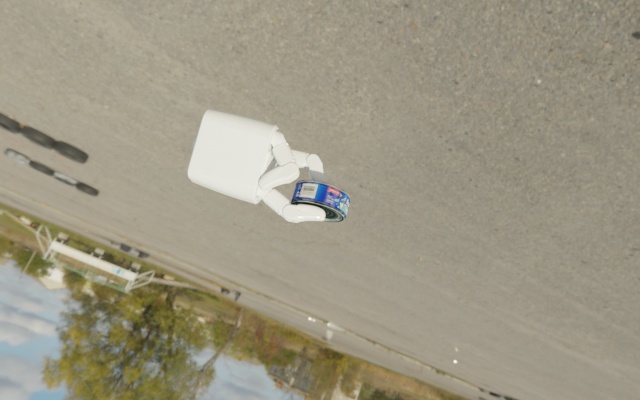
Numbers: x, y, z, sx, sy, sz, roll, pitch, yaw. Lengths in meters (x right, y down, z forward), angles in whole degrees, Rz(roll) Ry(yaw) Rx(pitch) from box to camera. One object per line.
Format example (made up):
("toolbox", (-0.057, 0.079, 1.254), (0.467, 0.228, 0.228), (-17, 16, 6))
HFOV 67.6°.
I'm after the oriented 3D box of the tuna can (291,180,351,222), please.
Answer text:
("tuna can", (0.000, 0.003, 0.708), (0.086, 0.033, 0.086), (14, -18, 5))
